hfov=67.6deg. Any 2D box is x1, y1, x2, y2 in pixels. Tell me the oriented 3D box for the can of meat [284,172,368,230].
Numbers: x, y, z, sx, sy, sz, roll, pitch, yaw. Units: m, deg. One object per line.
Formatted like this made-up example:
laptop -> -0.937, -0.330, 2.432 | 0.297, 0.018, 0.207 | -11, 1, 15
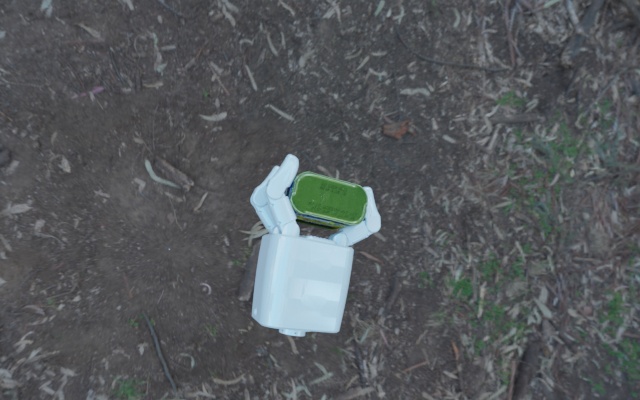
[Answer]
can of meat -> 0.000, 0.002, 0.606 | 0.102, 0.057, 0.084 | 13, -9, -16
